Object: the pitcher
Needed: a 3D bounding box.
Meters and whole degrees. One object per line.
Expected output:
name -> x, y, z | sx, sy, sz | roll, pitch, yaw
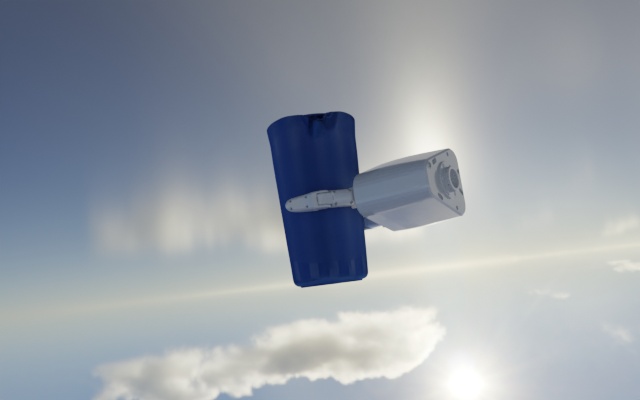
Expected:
pitcher -> 0.000, 0.002, 0.708 | 0.145, 0.242, 0.149 | -15, -12, 37
